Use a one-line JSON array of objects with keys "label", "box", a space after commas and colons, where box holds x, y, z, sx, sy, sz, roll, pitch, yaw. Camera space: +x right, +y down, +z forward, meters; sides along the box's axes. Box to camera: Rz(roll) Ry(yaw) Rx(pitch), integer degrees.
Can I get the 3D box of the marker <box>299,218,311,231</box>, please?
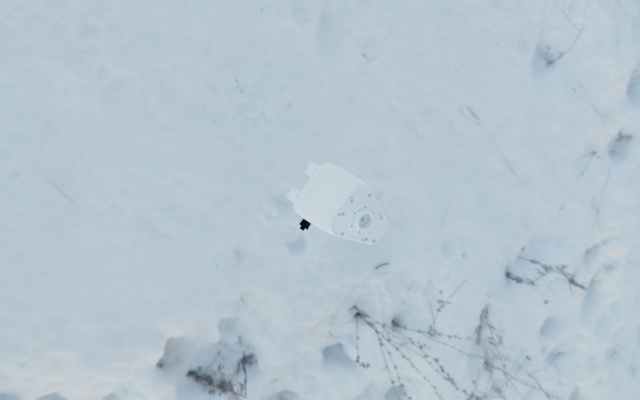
[{"label": "marker", "box": [0.000, 0.003, 0.858, 0.020, 0.121, 0.020, 35, -2, 1]}]
